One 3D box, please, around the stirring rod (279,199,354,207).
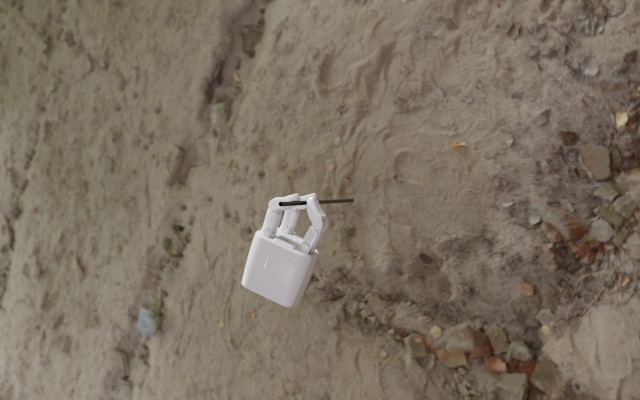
[{"bbox_3d":[0.000,0.003,0.866,0.011,0.011,0.239,0,1,32],"label":"stirring rod"}]
